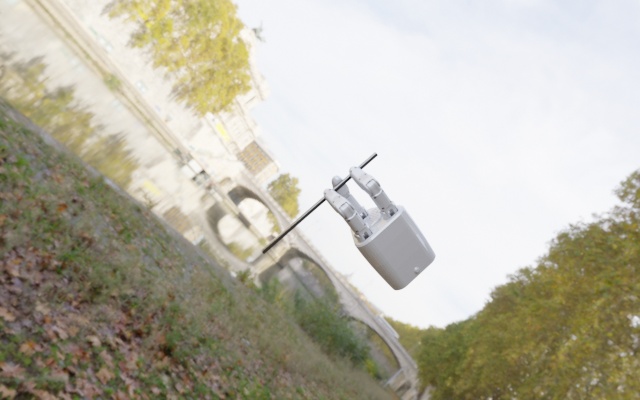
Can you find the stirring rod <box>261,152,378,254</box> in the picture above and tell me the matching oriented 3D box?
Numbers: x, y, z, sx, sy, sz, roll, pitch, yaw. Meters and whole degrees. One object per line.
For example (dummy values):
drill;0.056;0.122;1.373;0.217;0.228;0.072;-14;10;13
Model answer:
stirring rod;0.000;0.003;0.755;0.239;0.011;0.011;-41;7;-8
